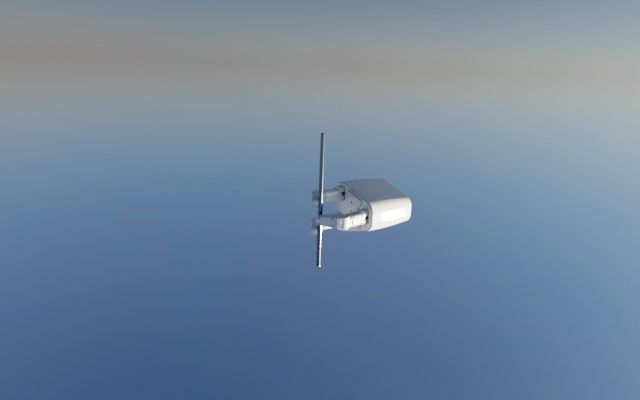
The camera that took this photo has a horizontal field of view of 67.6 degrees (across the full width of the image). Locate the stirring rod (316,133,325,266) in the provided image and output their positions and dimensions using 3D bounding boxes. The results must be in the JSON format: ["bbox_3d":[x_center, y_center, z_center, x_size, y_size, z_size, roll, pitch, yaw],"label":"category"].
[{"bbox_3d":[0.000,0.003,0.836,0.011,0.239,0.011,2,16,-1],"label":"stirring rod"}]
